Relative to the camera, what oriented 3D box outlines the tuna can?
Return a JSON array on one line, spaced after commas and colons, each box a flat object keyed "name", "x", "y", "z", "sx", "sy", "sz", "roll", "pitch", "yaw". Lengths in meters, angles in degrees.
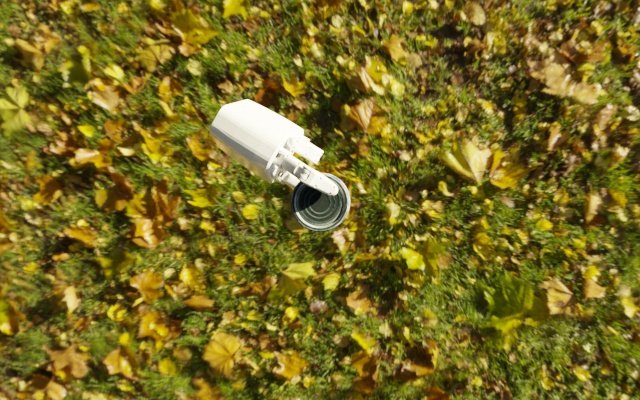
[{"name": "tuna can", "x": 0.000, "y": 0.002, "z": 0.695, "sx": 0.086, "sy": 0.086, "sz": 0.034, "roll": 0, "pitch": 2, "yaw": 5}]
